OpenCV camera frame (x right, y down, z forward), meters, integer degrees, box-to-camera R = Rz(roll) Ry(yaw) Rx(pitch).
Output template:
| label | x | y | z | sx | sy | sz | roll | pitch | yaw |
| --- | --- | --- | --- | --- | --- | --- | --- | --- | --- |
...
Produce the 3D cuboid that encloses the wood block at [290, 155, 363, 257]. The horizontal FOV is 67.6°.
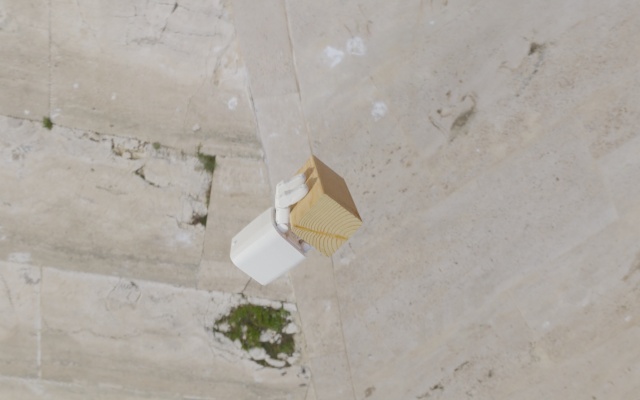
| label | x | y | z | sx | sy | sz | roll | pitch | yaw |
| --- | --- | --- | --- | --- | --- | --- | --- | --- | --- |
| wood block | 0.000 | 0.003 | 0.892 | 0.091 | 0.090 | 0.206 | 38 | 14 | -20 |
